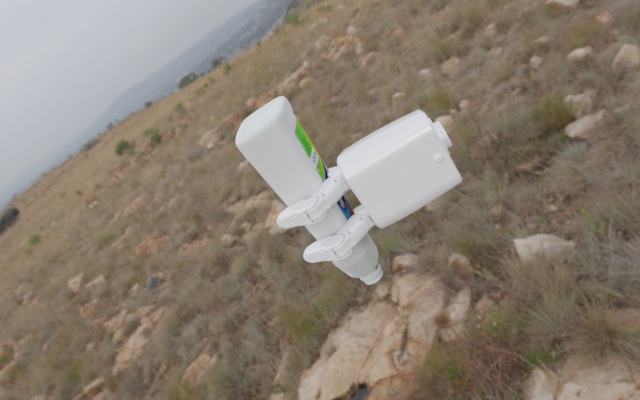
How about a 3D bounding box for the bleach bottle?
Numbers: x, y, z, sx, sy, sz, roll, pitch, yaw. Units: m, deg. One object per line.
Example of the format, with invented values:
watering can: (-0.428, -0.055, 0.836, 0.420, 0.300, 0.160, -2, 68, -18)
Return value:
bleach bottle: (0.000, 0.002, 0.576, 0.068, 0.251, 0.102, -31, 24, 13)
